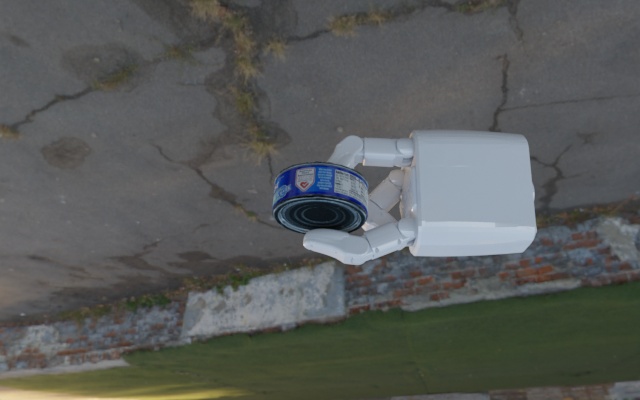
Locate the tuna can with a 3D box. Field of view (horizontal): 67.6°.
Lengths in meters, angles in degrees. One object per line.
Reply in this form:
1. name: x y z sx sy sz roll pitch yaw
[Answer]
1. tuna can: 0.000 0.002 0.426 0.086 0.033 0.086 3 -27 1
